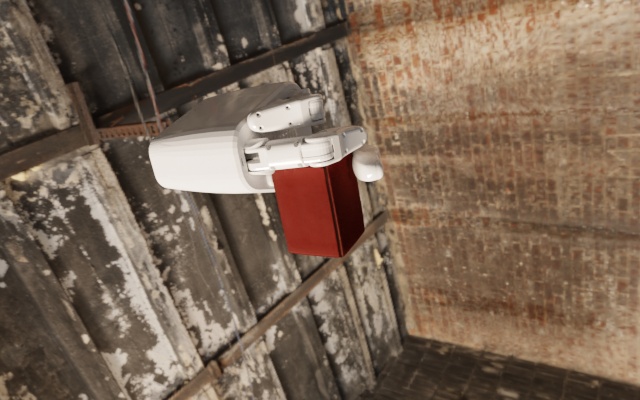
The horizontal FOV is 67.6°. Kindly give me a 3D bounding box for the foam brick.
[{"bbox_3d":[0.000,0.002,0.401,0.051,0.078,0.053,-2,19,28],"label":"foam brick"}]
